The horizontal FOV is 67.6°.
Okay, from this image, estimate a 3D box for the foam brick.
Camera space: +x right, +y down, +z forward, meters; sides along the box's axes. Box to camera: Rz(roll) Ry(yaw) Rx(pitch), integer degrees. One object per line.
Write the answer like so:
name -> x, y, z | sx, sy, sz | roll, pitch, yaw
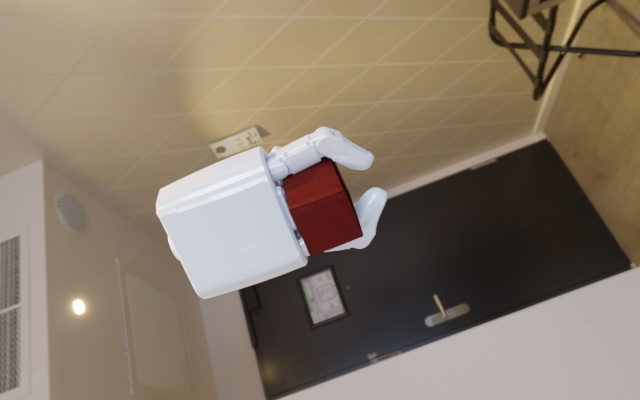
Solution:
foam brick -> 0.000, 0.001, 0.428 | 0.051, 0.053, 0.078 | -21, 31, 1
